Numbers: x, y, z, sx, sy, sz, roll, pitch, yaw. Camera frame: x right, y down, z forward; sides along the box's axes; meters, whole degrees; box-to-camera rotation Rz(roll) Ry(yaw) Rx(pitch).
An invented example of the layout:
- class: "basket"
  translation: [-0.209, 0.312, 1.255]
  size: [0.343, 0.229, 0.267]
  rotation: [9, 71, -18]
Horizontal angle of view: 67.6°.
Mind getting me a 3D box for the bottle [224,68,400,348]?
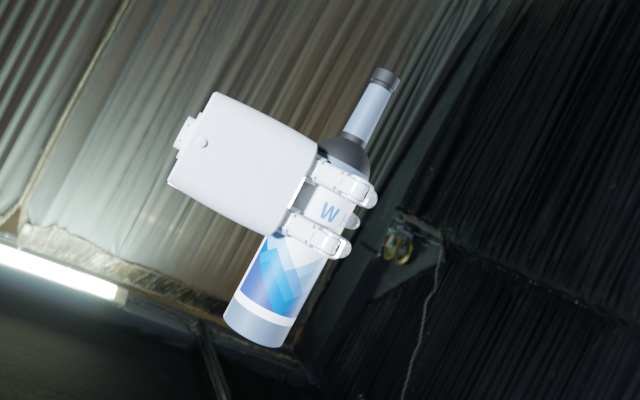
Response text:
- class: "bottle"
  translation: [0.000, 0.002, 0.485]
  size: [0.069, 0.295, 0.069]
  rotation: [28, 0, 0]
